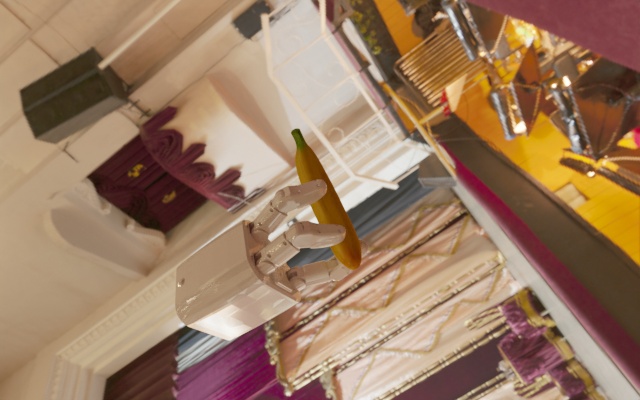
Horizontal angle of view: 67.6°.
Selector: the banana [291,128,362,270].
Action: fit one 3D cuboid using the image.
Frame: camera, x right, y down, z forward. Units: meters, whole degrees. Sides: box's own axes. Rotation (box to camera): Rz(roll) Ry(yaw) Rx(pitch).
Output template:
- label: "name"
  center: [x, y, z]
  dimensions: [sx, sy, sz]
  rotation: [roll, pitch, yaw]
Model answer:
- label: "banana"
  center: [0.005, 0.006, 0.577]
  dimensions: [0.037, 0.197, 0.070]
  rotation: [-30, -28, 8]
